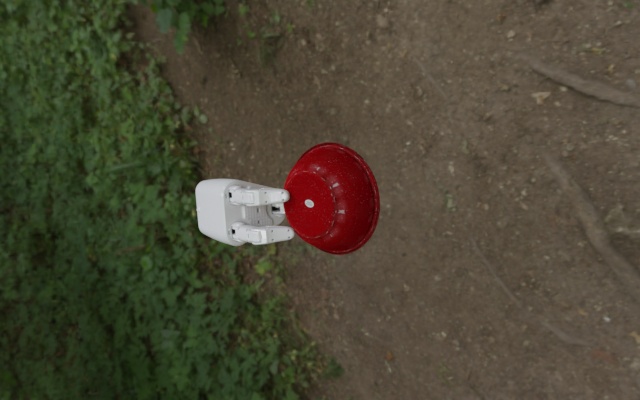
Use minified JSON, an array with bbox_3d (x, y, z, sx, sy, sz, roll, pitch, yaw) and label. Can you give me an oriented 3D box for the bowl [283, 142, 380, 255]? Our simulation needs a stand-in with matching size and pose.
[{"bbox_3d":[0.001,0.002,0.658,0.162,0.162,0.055,0,9,38],"label":"bowl"}]
